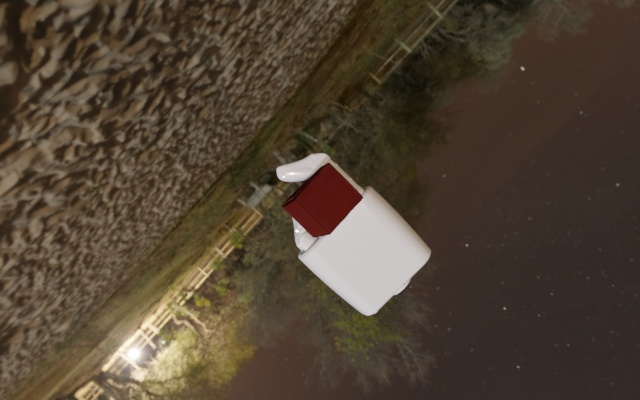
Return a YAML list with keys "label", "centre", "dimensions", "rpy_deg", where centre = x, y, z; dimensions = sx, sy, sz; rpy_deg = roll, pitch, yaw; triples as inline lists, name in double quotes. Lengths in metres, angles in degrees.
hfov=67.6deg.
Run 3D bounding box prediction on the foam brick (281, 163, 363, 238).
- label: "foam brick"
  centre: [0.000, 0.002, 0.497]
  dimensions: [0.053, 0.051, 0.078]
  rpy_deg: [-46, 5, -13]
